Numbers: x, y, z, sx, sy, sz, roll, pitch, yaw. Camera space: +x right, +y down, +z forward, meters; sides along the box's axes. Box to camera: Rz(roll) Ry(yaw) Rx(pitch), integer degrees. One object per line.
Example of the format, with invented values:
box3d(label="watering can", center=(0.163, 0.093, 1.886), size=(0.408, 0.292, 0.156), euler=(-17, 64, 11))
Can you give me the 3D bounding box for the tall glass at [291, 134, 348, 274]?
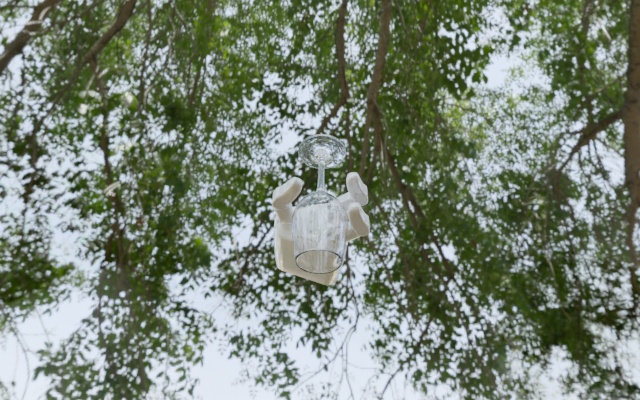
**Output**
box3d(label="tall glass", center=(0.000, 0.002, 0.679), size=(0.079, 0.200, 0.079), euler=(1, -39, 1))
